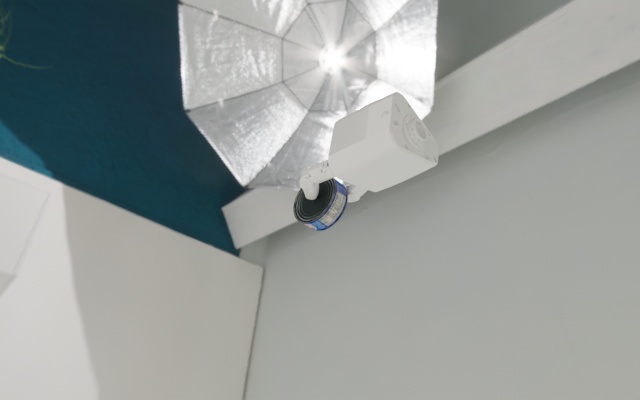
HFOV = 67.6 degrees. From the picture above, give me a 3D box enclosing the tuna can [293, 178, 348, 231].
[{"bbox_3d":[0.000,0.003,0.733,0.086,0.086,0.034,0,-27,48],"label":"tuna can"}]
